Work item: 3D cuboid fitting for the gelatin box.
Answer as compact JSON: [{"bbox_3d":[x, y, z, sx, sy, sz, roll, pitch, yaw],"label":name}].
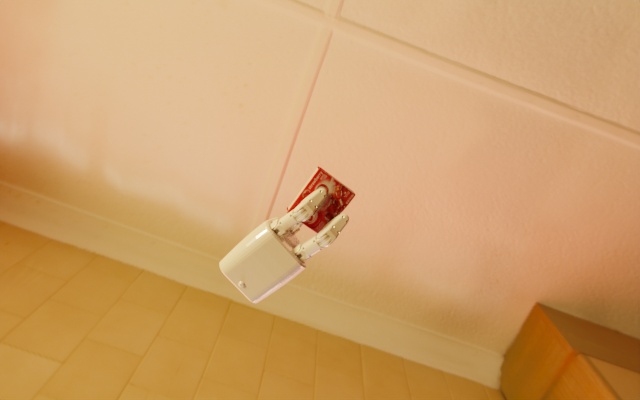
[{"bbox_3d":[0.000,0.002,0.761,0.073,0.089,0.030,36,7,-11],"label":"gelatin box"}]
